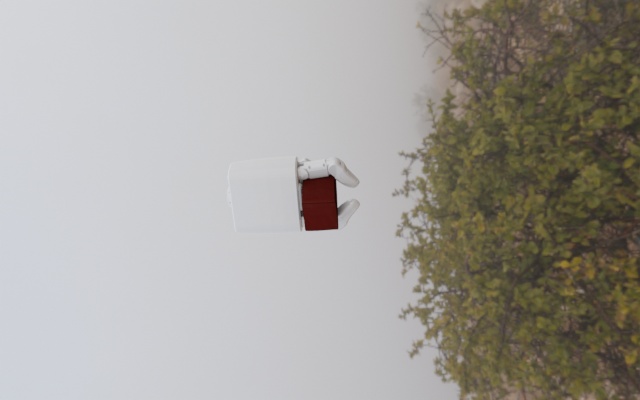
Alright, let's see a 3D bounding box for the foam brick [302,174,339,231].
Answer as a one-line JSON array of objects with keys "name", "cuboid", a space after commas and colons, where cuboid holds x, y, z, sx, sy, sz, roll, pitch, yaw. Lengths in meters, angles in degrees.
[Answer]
[{"name": "foam brick", "cuboid": [0.000, 0.002, 0.720, 0.051, 0.053, 0.078, -3, 35, 2]}]
